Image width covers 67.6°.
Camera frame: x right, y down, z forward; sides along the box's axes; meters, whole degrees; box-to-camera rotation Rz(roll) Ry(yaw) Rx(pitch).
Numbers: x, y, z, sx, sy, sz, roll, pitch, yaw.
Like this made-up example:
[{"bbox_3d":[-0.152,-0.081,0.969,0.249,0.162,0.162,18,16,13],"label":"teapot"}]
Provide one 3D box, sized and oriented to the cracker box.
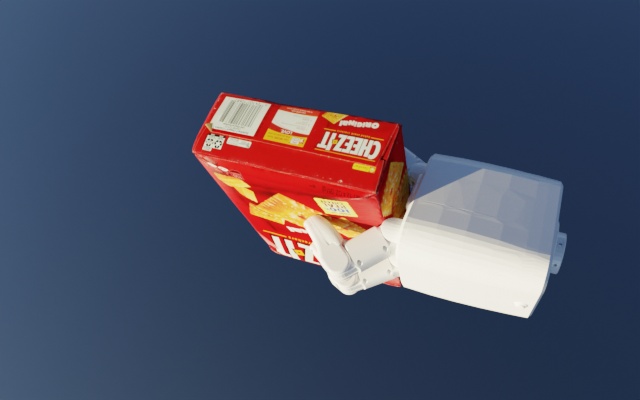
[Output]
[{"bbox_3d":[0.000,0.001,0.456,0.164,0.072,0.214,14,-24,21],"label":"cracker box"}]
